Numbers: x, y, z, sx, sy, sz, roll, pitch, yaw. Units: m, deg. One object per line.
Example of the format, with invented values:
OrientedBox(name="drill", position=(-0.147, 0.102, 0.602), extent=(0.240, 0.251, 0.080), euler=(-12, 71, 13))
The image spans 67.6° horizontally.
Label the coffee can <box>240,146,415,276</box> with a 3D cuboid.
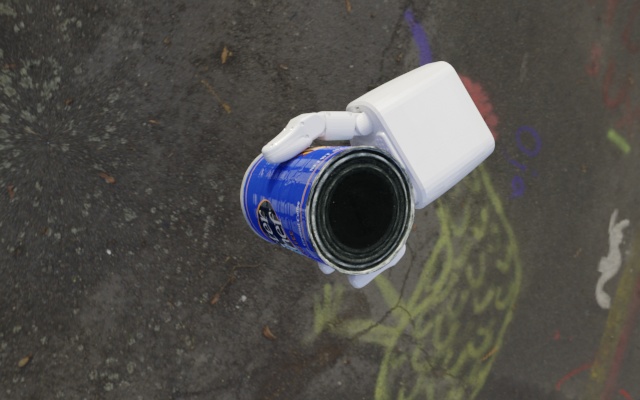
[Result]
OrientedBox(name="coffee can", position=(0.000, 0.001, 0.431), extent=(0.103, 0.103, 0.140), euler=(0, 6, -30))
